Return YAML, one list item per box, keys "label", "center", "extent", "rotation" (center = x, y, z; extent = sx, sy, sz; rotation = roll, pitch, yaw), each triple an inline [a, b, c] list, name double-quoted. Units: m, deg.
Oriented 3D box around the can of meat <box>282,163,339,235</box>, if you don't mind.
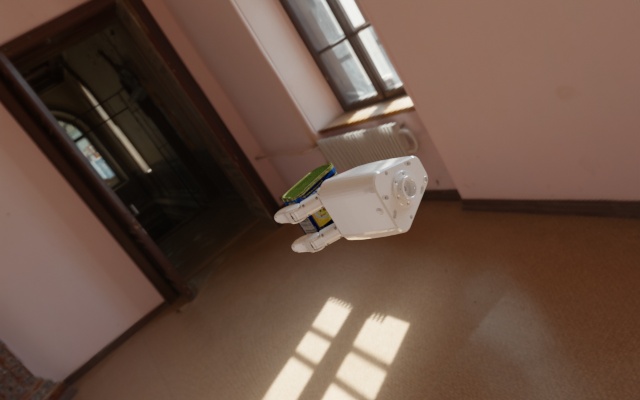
- label: "can of meat"
  center: [0.000, 0.002, 0.749]
  extent: [0.102, 0.084, 0.057]
  rotation: [-43, 21, -31]
